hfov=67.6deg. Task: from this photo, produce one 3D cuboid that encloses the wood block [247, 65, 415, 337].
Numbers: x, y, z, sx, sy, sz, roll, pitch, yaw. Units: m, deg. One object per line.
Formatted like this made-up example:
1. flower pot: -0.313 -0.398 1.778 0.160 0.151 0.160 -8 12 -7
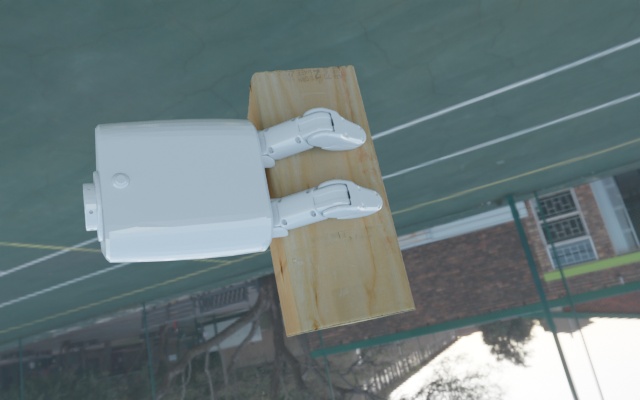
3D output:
1. wood block: 0.000 0.002 0.407 0.090 0.206 0.091 -8 -15 -14
